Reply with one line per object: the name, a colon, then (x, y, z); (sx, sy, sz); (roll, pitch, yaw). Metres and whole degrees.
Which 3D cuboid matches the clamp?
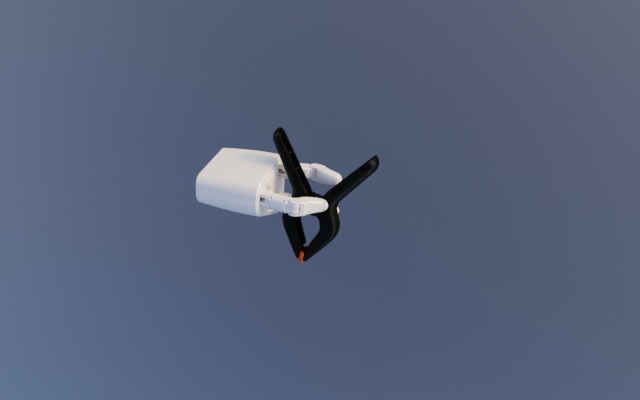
clamp: (0.000, 0.003, 0.730); (0.164, 0.210, 0.036); (12, 23, 17)
